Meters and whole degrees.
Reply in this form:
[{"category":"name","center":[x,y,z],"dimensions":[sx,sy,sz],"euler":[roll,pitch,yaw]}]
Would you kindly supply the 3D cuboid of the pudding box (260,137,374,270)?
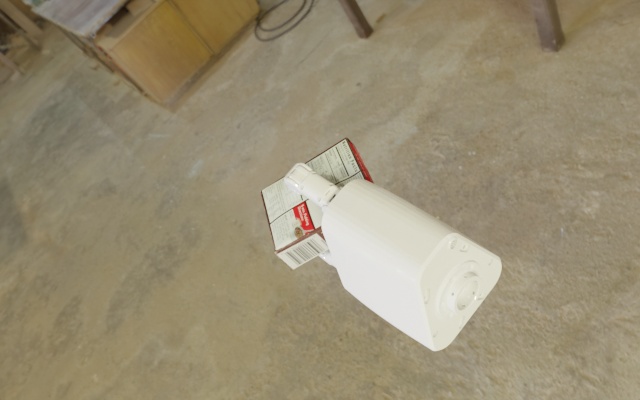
[{"category":"pudding box","center":[0.000,0.002,0.476],"dimensions":[0.113,0.090,0.039],"euler":[-29,-44,11]}]
